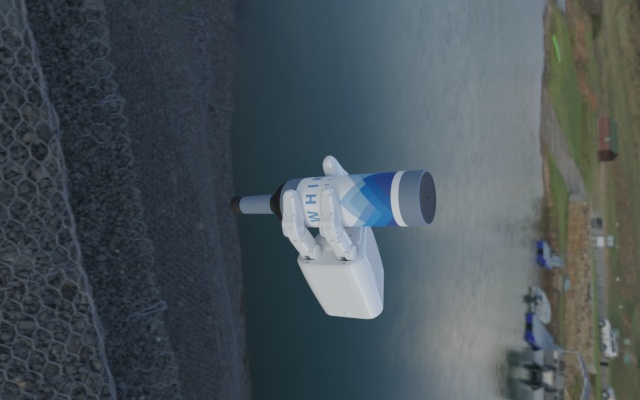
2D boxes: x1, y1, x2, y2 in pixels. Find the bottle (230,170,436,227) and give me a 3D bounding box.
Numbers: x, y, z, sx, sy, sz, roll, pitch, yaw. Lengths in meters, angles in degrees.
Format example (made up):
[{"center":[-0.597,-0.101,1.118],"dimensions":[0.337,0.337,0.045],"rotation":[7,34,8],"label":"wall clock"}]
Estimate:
[{"center":[0.000,0.002,0.635],"dimensions":[0.296,0.069,0.069],"rotation":[-2,-1,31],"label":"bottle"}]
